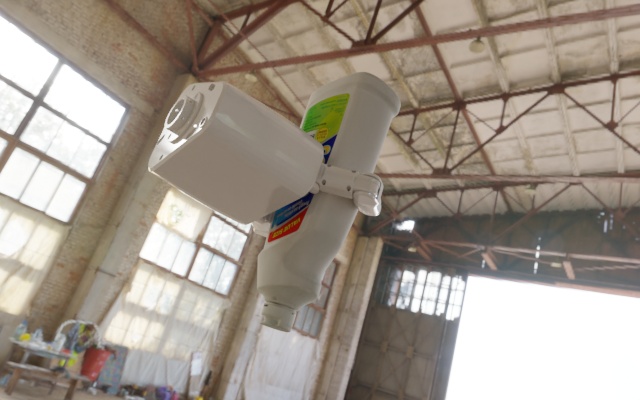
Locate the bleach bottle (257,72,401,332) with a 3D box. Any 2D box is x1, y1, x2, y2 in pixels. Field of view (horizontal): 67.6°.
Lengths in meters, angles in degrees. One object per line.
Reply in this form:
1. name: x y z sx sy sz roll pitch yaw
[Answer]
1. bleach bottle: 0.000 0.002 0.465 0.068 0.250 0.102 32 -25 -34
